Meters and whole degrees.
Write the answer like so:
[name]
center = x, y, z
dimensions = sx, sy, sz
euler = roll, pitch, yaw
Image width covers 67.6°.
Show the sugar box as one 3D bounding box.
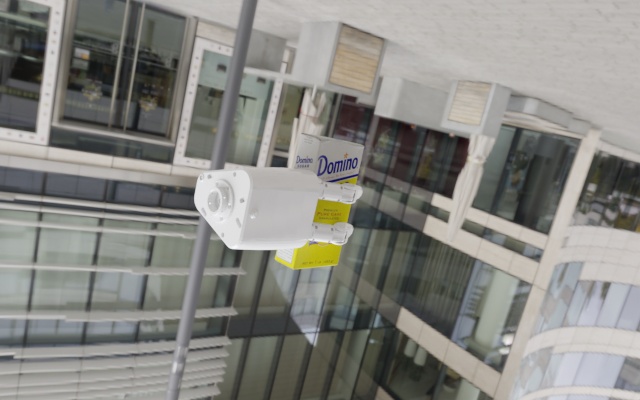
[sugar box]
center = 0.000, 0.002, 0.653
dimensions = 0.048, 0.176, 0.093
euler = 23, 15, 41
